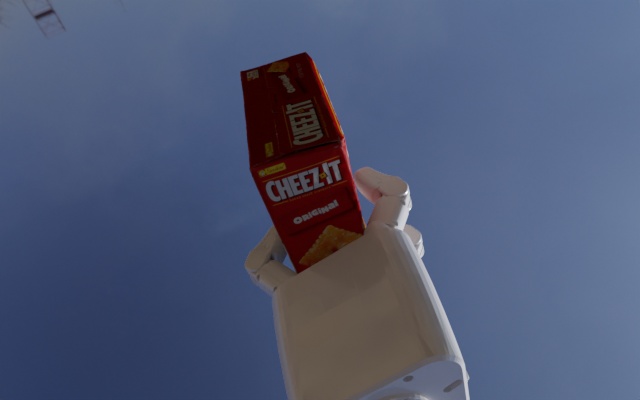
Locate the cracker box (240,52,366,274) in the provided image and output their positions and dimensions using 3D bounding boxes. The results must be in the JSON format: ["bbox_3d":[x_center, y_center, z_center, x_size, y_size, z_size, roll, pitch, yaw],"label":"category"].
[{"bbox_3d":[0.000,0.002,0.426,0.072,0.214,0.164,-18,38,1],"label":"cracker box"}]
